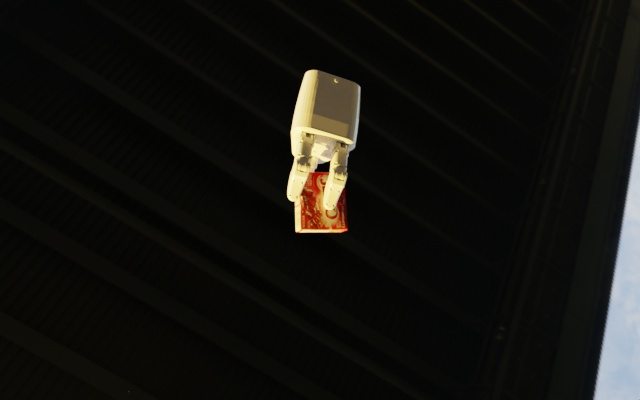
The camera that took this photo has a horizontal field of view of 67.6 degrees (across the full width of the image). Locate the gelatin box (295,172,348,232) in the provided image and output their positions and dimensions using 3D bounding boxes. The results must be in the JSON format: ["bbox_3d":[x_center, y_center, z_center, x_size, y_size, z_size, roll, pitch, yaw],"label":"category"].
[{"bbox_3d":[0.000,0.003,0.713,0.073,0.089,0.030,2,-12,-19],"label":"gelatin box"}]
